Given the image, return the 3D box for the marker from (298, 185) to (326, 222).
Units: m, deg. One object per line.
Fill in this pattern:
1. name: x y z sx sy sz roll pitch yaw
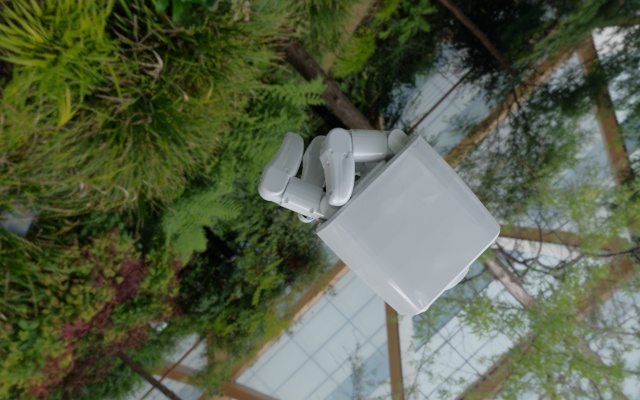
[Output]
1. marker: 0.000 0.001 0.450 0.020 0.020 0.121 0 -12 -15
